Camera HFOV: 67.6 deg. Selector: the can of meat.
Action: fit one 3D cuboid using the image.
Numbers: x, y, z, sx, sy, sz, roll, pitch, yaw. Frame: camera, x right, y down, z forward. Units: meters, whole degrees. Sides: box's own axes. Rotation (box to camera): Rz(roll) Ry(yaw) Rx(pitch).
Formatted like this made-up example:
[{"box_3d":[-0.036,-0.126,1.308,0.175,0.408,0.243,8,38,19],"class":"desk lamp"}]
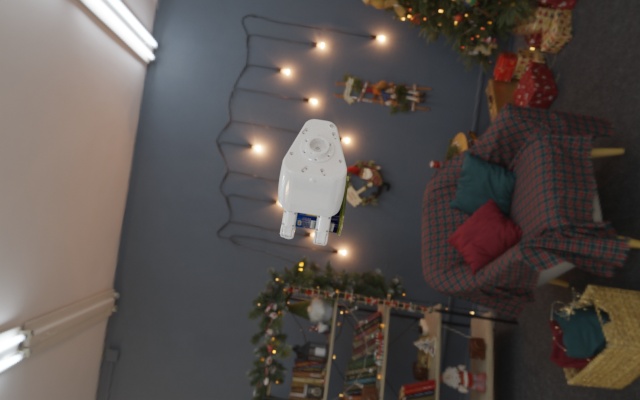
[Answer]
[{"box_3d":[0.000,0.003,0.820,0.084,0.102,0.057,9,-28,-1],"class":"can of meat"}]
